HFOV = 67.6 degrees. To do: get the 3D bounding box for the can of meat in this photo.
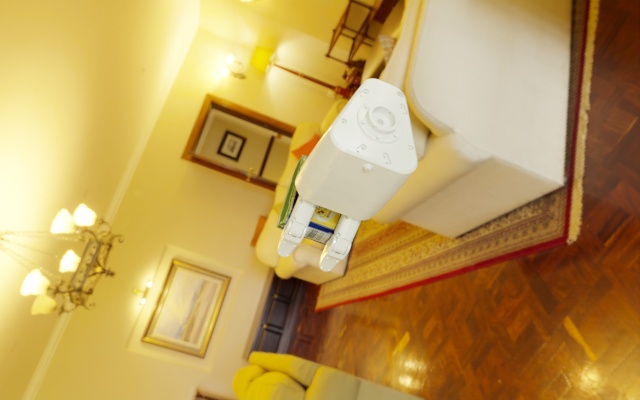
[{"bbox_3d":[0.000,0.002,0.597,0.084,0.102,0.057,20,-28,-11],"label":"can of meat"}]
